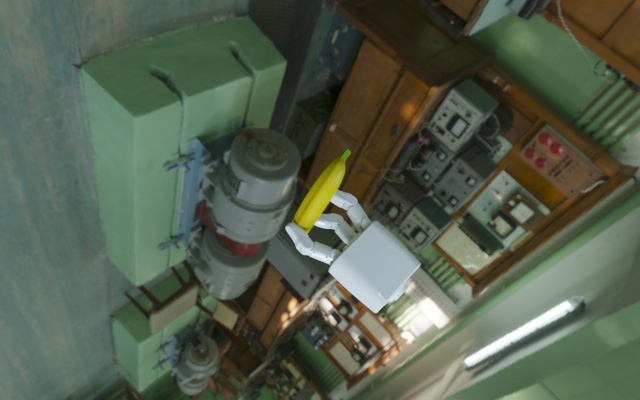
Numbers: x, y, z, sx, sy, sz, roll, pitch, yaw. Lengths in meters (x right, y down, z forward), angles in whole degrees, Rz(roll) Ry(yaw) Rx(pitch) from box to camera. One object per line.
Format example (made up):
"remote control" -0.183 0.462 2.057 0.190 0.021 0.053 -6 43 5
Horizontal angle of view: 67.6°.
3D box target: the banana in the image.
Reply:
"banana" -0.006 0.005 0.799 0.037 0.198 0.069 40 28 11
